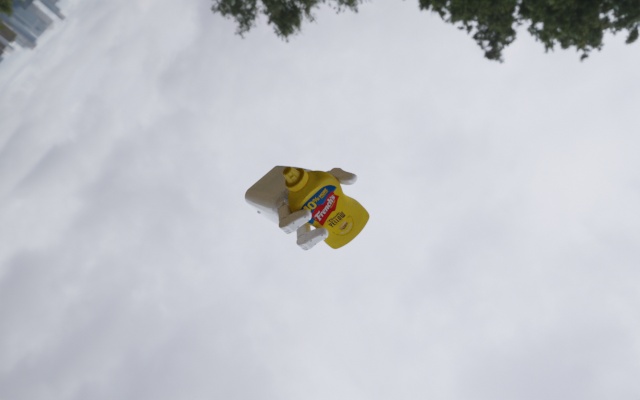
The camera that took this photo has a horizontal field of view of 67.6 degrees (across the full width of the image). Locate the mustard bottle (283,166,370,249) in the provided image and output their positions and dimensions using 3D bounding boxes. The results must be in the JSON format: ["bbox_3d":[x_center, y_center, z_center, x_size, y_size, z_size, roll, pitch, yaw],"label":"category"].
[{"bbox_3d":[0.000,0.003,0.834,0.192,0.096,0.058,43,7,-37],"label":"mustard bottle"}]
